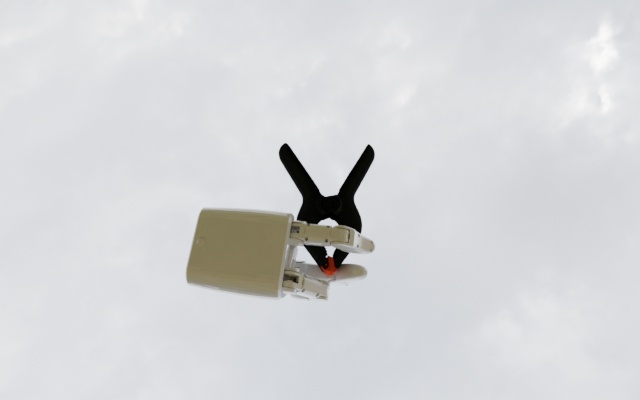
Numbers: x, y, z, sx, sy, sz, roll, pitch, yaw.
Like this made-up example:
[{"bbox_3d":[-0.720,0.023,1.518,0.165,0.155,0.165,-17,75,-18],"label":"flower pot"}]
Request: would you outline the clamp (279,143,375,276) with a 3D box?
[{"bbox_3d":[0.000,0.002,0.581,0.120,0.171,0.039,6,-21,4],"label":"clamp"}]
